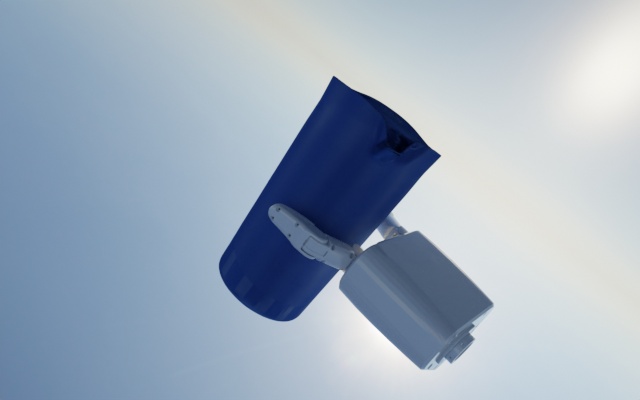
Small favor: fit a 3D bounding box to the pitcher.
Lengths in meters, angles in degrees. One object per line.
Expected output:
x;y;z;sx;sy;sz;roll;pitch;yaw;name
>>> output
0.000;0.002;0.509;0.145;0.243;0.149;44;15;28;pitcher
